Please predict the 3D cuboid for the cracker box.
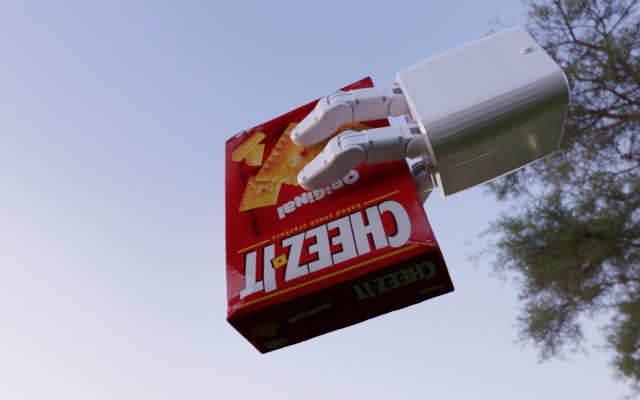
[{"bbox_3d":[0.000,0.001,0.420,0.164,0.213,0.072,-21,-45,11],"label":"cracker box"}]
